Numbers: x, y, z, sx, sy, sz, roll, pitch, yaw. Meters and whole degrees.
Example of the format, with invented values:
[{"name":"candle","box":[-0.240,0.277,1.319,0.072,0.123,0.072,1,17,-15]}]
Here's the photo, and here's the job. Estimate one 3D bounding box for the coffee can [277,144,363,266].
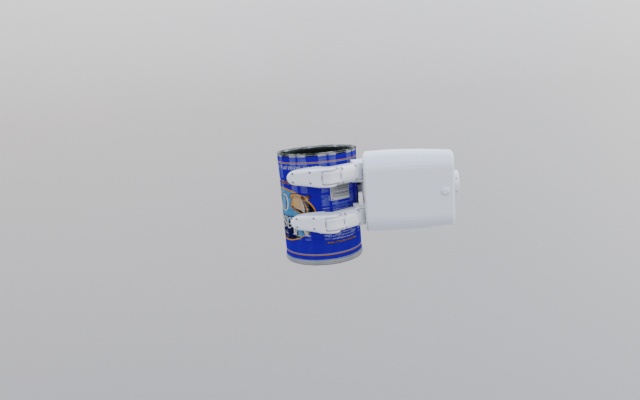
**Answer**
[{"name":"coffee can","box":[0.000,0.002,0.626,0.103,0.140,0.102,-4,12,1]}]
